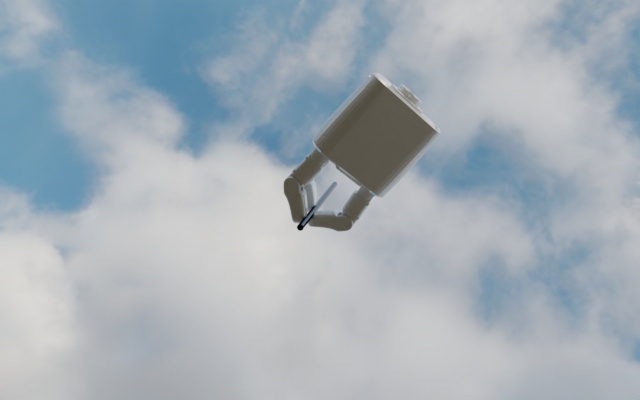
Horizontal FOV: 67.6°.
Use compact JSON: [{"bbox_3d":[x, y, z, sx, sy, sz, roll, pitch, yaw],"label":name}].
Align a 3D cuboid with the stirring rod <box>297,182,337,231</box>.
[{"bbox_3d":[0.000,0.002,0.665,0.011,0.011,0.239,0,14,12],"label":"stirring rod"}]
